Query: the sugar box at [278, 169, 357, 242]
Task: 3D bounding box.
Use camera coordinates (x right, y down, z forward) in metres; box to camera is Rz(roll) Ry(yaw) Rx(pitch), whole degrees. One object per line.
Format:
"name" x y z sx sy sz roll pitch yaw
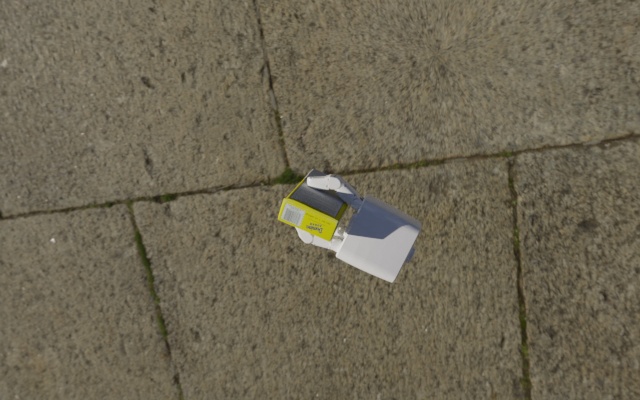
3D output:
"sugar box" 0.000 0.003 0.814 0.093 0.048 0.176 24 21 6
